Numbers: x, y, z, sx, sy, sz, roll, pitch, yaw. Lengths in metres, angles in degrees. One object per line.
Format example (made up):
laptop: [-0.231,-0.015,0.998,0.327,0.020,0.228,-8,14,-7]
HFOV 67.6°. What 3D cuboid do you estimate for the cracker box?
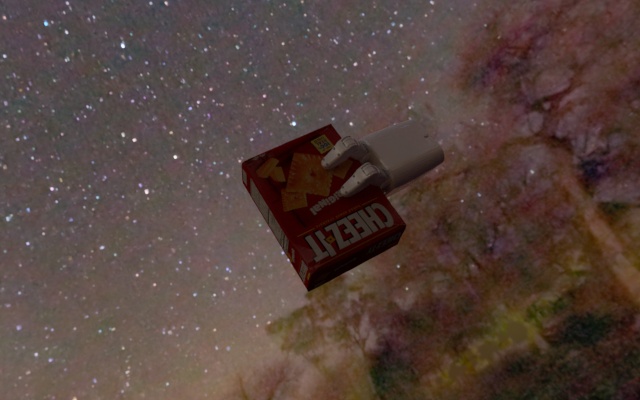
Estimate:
cracker box: [0.000,0.002,0.724,0.164,0.213,0.072,-25,-26,-19]
